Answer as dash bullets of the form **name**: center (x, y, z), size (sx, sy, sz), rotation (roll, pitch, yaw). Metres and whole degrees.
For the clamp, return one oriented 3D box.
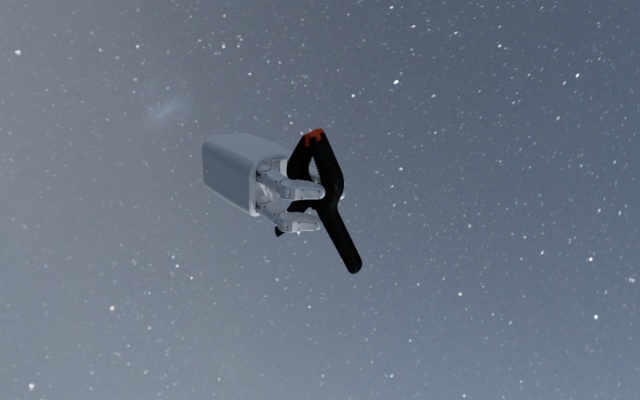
- **clamp**: center (0.000, 0.001, 0.684), size (0.164, 0.210, 0.036), rotation (28, 41, 28)
